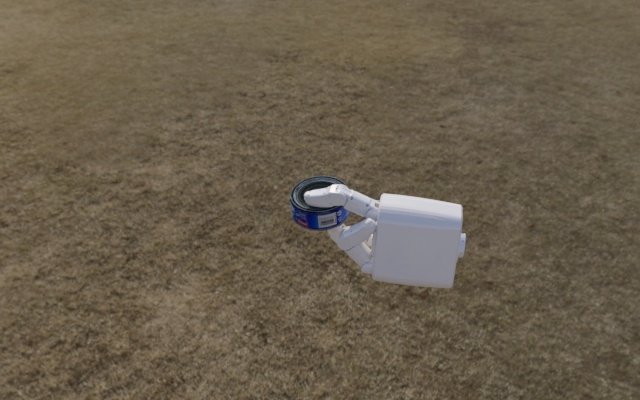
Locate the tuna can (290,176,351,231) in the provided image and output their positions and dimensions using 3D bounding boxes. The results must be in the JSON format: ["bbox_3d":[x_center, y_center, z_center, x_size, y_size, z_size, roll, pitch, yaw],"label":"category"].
[{"bbox_3d":[0.000,0.002,0.674,0.086,0.034,0.086,-4,38,3],"label":"tuna can"}]
